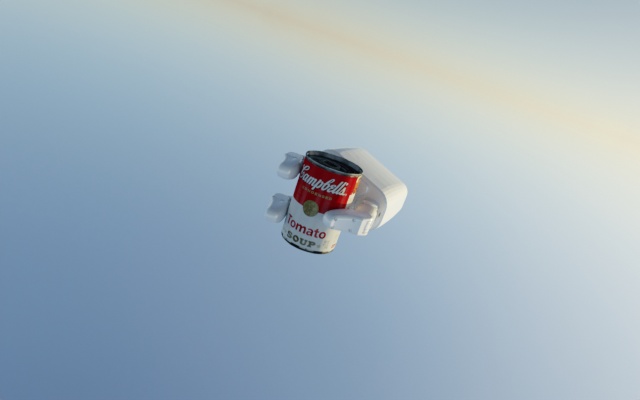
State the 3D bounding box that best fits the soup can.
[{"bbox_3d":[0.000,0.002,0.549,0.068,0.102,0.068,17,19,-6],"label":"soup can"}]
